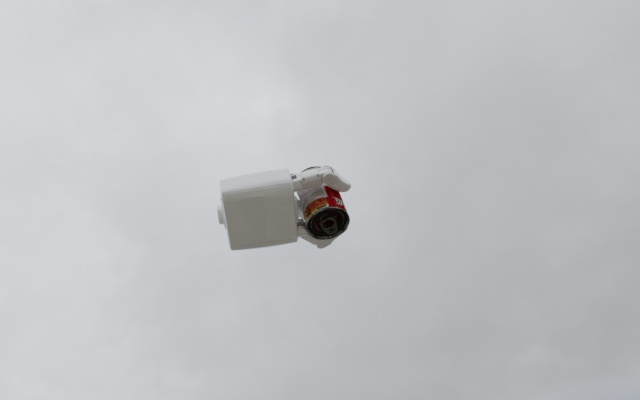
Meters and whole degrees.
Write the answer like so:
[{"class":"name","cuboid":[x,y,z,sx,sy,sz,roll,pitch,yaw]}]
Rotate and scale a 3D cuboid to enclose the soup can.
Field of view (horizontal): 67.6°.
[{"class":"soup can","cuboid":[0.001,0.002,0.754,0.068,0.069,0.102,0,42,-18]}]
